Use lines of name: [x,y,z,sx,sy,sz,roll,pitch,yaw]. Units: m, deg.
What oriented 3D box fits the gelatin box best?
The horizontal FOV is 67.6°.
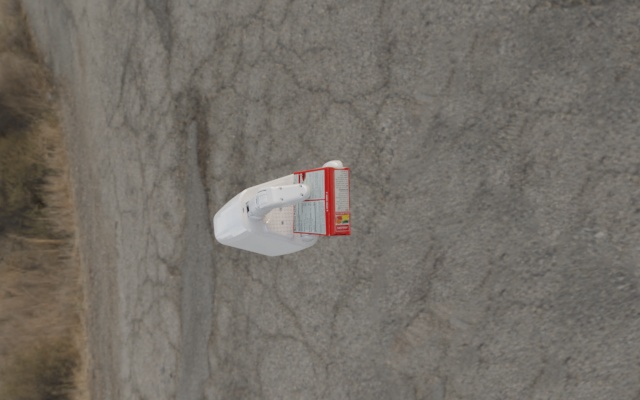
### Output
gelatin box: [0.000,0.002,0.537,0.030,0.073,0.089,0,-1,-28]
